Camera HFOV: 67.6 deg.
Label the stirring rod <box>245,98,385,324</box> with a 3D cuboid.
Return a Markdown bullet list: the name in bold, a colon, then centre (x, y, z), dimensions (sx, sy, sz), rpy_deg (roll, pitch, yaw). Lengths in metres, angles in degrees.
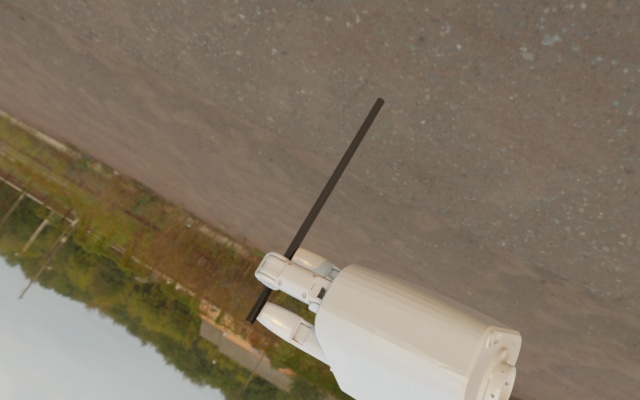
- **stirring rod**: centre (0.000, 0.001, 0.427), dimensions (0.011, 0.239, 0.011), rpy_deg (28, -18, 10)
